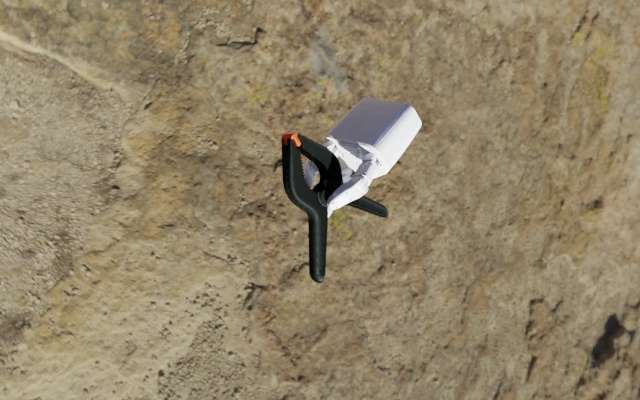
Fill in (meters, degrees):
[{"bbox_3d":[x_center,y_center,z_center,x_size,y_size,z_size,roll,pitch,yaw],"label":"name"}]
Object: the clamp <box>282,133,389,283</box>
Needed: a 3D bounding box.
[{"bbox_3d":[0.000,0.002,0.675,0.164,0.210,0.036,-49,28,-23],"label":"clamp"}]
